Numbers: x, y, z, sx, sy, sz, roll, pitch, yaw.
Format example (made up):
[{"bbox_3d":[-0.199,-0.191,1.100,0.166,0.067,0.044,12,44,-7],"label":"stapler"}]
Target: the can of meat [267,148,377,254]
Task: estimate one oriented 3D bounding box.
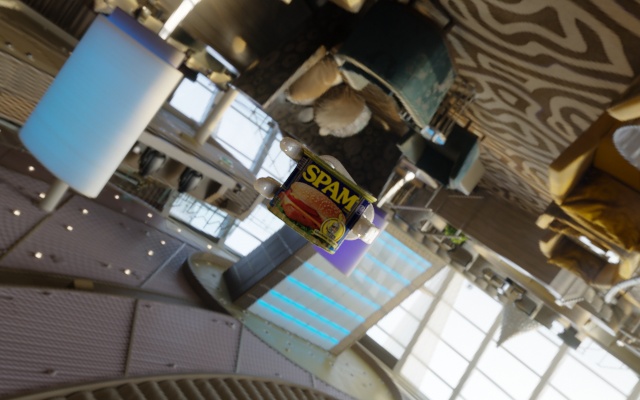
[{"bbox_3d":[0.000,0.002,0.562,0.102,0.084,0.057,36,4,0],"label":"can of meat"}]
